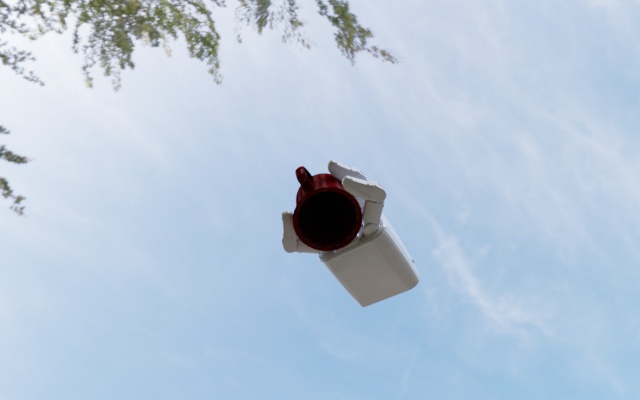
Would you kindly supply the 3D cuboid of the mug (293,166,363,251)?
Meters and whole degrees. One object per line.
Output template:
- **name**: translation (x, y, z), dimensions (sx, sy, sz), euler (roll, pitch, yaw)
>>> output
- **mug**: translation (-0.001, 0.001, 0.663), dimensions (0.093, 0.117, 0.081), euler (-33, 20, 9)
